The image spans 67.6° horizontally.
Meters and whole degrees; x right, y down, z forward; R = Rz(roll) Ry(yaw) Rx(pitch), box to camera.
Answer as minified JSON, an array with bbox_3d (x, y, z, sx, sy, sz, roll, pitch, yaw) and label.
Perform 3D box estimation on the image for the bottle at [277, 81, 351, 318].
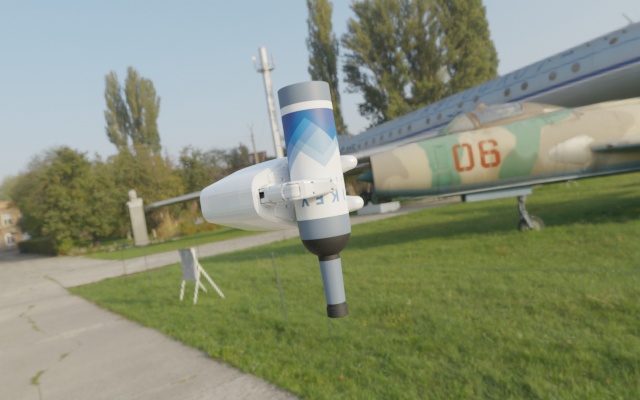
[{"bbox_3d":[0.000,0.002,0.611,0.069,0.295,0.069,-9,1,0],"label":"bottle"}]
